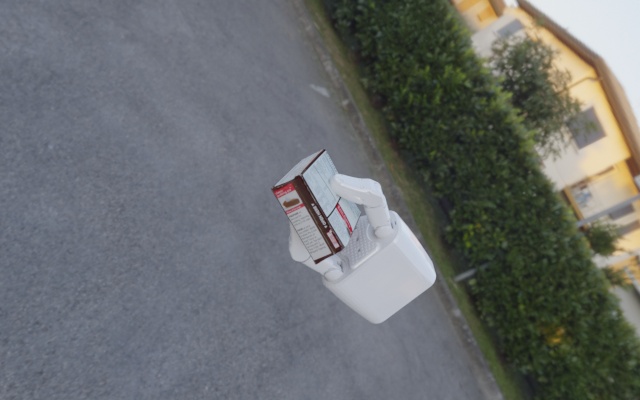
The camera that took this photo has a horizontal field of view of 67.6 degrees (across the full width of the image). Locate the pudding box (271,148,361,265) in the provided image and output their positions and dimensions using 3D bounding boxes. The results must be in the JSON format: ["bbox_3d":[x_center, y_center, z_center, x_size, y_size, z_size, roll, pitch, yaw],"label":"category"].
[{"bbox_3d":[0.000,0.002,0.507,0.039,0.090,0.113,-27,10,19],"label":"pudding box"}]
